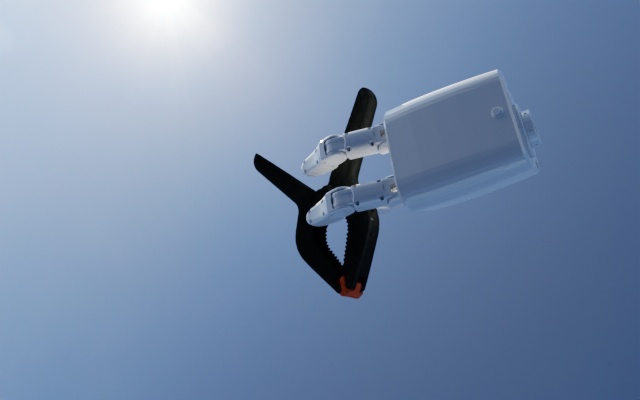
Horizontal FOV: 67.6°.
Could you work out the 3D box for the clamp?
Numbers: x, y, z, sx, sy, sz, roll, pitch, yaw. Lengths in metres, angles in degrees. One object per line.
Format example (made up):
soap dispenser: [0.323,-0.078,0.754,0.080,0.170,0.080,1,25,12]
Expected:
clamp: [0.001,0.002,0.499,0.164,0.210,0.036,-21,-26,30]
